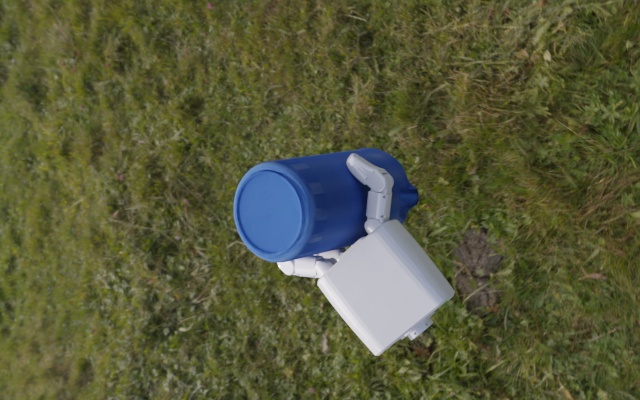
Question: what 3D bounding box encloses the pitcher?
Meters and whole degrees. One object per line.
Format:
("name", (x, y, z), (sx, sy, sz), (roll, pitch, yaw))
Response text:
("pitcher", (0.000, 0.002, 0.601), (0.149, 0.145, 0.243), (-47, -19, 27))
